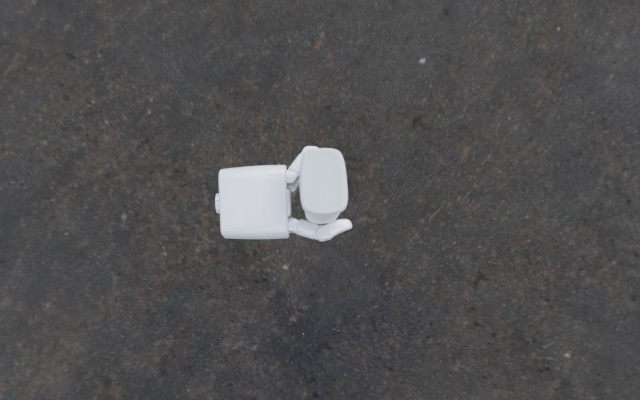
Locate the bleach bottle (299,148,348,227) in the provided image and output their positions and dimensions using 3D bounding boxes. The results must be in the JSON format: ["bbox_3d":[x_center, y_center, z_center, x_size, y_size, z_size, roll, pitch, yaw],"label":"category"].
[{"bbox_3d":[0.000,0.002,0.788,0.068,0.102,0.251,-2,-16,-2],"label":"bleach bottle"}]
